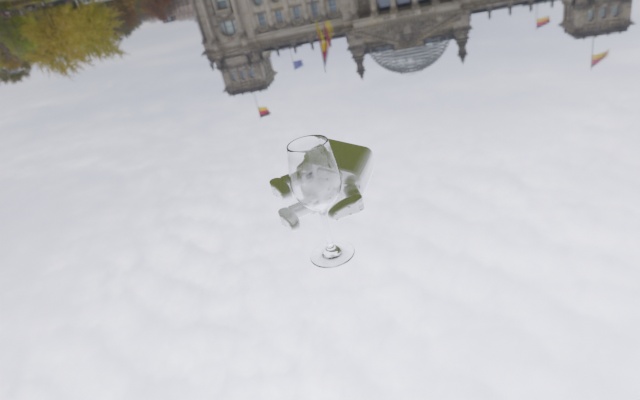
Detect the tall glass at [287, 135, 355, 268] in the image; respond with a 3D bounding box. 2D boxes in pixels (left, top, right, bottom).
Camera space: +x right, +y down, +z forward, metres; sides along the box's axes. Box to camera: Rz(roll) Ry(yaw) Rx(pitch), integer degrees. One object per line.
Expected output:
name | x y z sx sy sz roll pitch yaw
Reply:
tall glass | 0.000 0.003 0.738 0.079 0.201 0.079 -10 28 5
